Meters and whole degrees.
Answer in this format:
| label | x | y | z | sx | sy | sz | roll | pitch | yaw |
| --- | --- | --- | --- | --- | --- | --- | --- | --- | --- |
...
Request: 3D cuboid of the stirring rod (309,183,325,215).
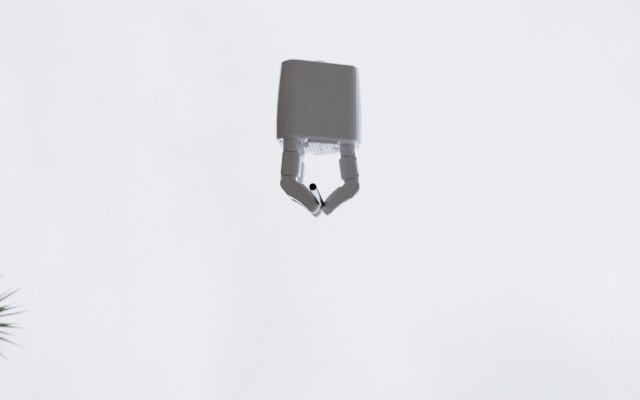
| label | x | y | z | sx | sy | sz | roll | pitch | yaw |
| --- | --- | --- | --- | --- | --- | --- | --- | --- | --- |
| stirring rod | 0.000 | 0.002 | 0.597 | 0.011 | 0.011 | 0.239 | 0 | -7 | 4 |
